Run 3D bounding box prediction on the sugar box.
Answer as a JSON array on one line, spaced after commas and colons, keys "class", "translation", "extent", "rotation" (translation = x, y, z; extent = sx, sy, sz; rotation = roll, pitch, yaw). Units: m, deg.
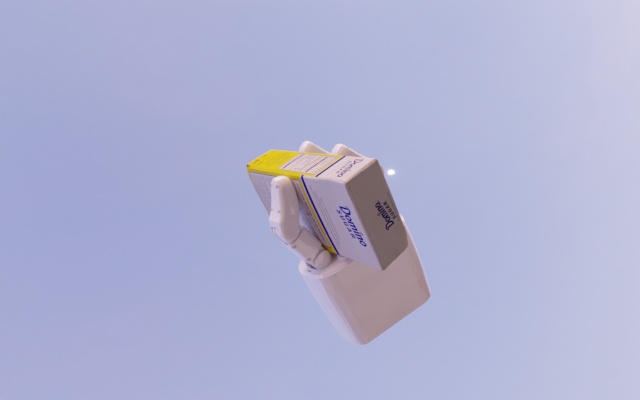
[{"class": "sugar box", "translation": [0.000, 0.001, 0.466], "extent": [0.048, 0.093, 0.176], "rotation": [-39, 28, -27]}]
